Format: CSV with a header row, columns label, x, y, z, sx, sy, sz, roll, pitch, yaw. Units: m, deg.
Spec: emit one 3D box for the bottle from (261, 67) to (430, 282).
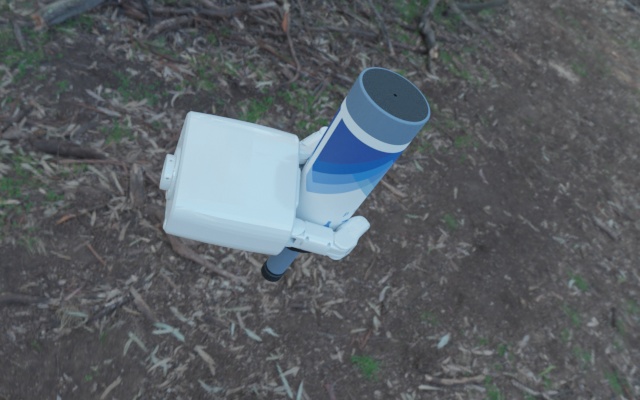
label,x,y,z,sx,sy,sz,roll,pitch,yaw
bottle,0.000,0.001,0.487,0.069,0.069,0.296,0,-36,-31
